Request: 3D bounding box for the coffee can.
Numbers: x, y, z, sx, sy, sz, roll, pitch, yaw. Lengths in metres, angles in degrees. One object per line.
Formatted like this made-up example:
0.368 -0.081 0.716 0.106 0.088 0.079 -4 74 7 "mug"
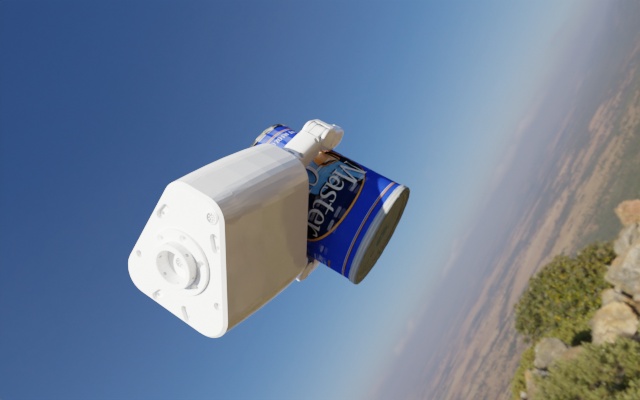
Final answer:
0.000 0.001 0.463 0.140 0.103 0.103 29 9 17 "coffee can"
